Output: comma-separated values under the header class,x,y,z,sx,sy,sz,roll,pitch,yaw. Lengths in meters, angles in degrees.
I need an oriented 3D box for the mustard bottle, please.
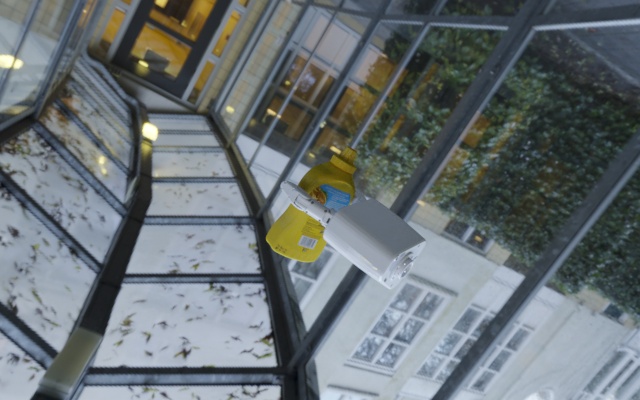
class,x,y,z,sx,sy,sz,roll,pitch,yaw
mustard bottle,0.000,0.002,0.742,0.096,0.192,0.058,22,16,-38
